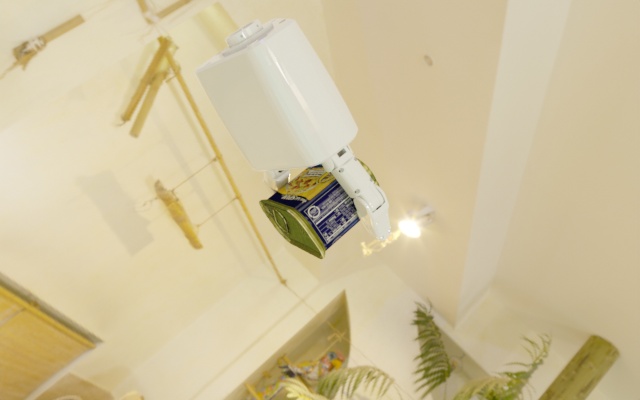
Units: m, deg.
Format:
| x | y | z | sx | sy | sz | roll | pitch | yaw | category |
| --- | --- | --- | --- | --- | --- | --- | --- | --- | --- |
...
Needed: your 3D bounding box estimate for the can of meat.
| x | y | z | sx | sy | sz | roll | pitch | yaw | category |
| --- | --- | --- | --- | --- | --- | --- | --- | --- | --- |
| 0.000 | 0.001 | 0.464 | 0.084 | 0.057 | 0.102 | -40 | 23 | -17 | can of meat |
